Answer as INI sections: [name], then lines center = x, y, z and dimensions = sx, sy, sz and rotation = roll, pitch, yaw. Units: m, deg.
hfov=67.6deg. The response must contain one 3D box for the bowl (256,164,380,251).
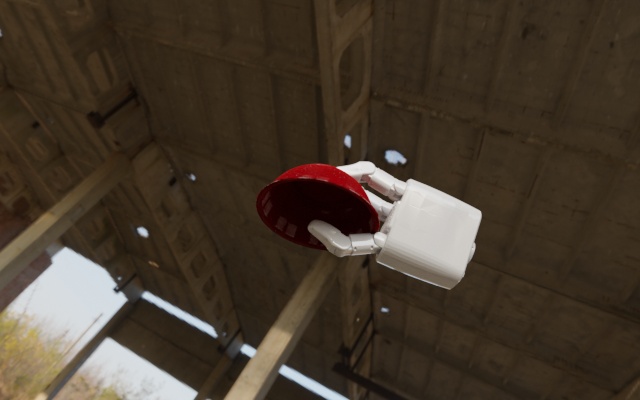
[bowl]
center = -0.001, 0.001, 0.626
dimensions = 0.162, 0.055, 0.162
rotation = 9, -35, 6
